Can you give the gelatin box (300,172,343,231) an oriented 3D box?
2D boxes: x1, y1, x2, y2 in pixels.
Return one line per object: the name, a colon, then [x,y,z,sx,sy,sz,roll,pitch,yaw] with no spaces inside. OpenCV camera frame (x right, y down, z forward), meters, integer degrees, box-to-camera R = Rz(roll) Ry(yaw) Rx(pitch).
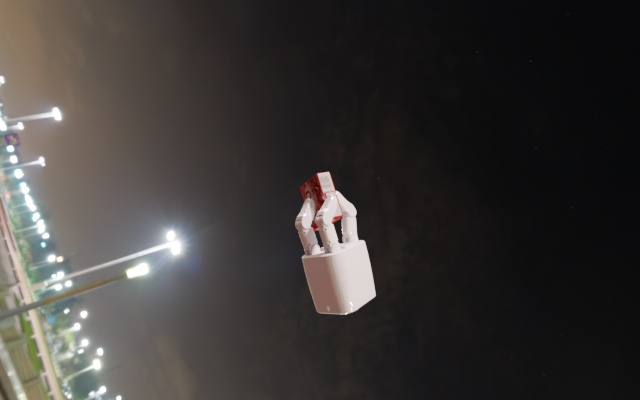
gelatin box: [0.000,0.002,0.868,0.030,0.089,0.073,-9,-15,-32]
